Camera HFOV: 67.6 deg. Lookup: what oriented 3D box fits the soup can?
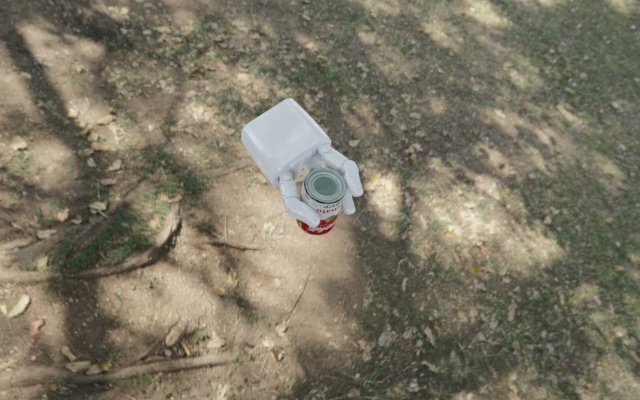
[{"bbox_3d":[0.000,0.003,0.763,0.068,0.068,0.102,0,-32,-11],"label":"soup can"}]
